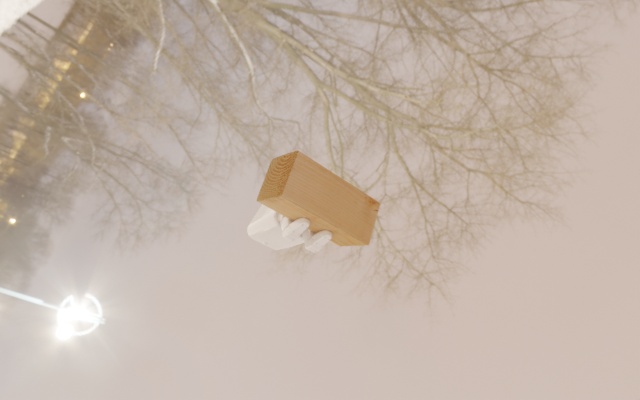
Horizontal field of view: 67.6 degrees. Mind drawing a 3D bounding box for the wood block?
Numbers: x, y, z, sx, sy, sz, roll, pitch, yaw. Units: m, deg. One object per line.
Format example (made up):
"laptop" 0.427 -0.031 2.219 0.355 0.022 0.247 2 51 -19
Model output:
"wood block" 0.000 0.003 0.881 0.206 0.090 0.090 30 -23 -31
